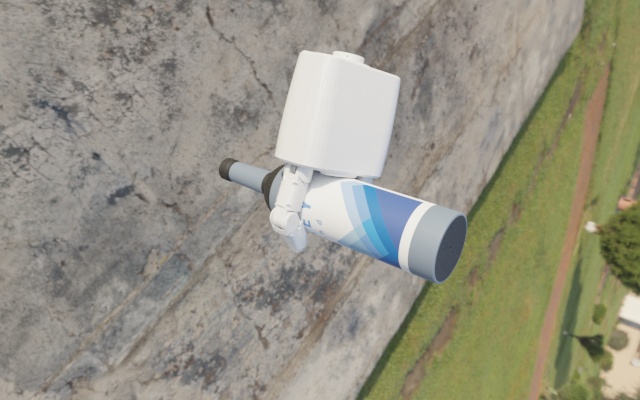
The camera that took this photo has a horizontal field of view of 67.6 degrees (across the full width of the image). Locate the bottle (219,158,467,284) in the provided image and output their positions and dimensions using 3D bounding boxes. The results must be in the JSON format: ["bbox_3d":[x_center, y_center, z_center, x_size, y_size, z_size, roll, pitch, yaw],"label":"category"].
[{"bbox_3d":[0.000,0.002,0.501,0.295,0.069,0.069,20,11,34],"label":"bottle"}]
